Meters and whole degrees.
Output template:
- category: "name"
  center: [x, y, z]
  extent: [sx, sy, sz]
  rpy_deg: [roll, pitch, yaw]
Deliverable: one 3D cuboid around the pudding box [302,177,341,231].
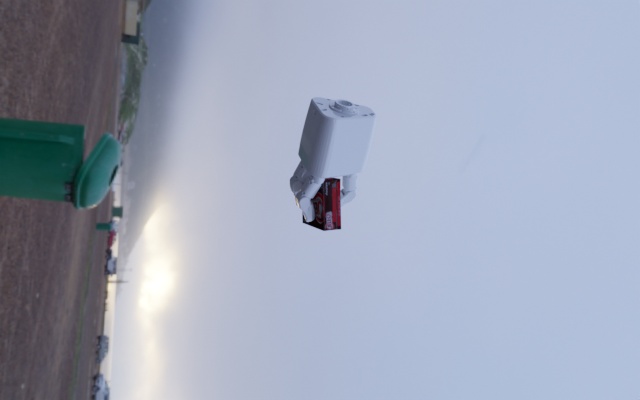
- category: "pudding box"
  center: [0.000, 0.003, 0.858]
  extent: [0.039, 0.090, 0.113]
  rpy_deg: [-2, 5, -19]
